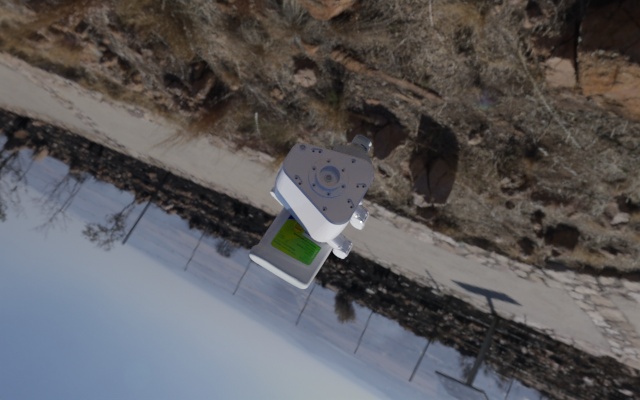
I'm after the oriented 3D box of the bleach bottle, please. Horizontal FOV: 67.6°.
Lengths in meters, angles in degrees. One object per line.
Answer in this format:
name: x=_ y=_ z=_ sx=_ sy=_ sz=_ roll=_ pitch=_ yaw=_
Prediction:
bleach bottle: x=0.000 y=0.002 z=0.726 sx=0.102 sy=0.250 sz=0.068 roll=31 pitch=-17 yaw=-2
